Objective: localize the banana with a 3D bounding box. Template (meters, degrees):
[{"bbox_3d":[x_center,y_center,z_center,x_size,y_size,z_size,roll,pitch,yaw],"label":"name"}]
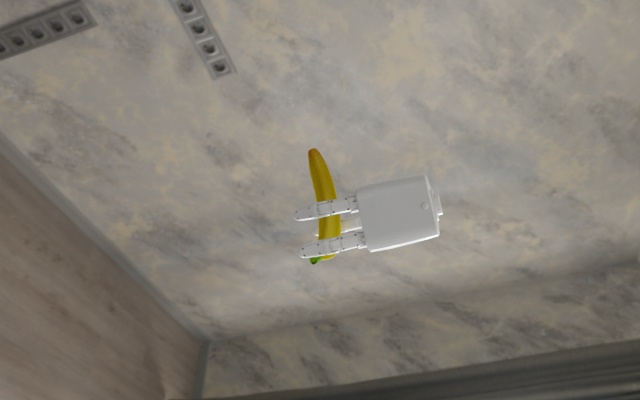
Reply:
[{"bbox_3d":[0.007,0.012,0.767,0.037,0.197,0.070,-12,-26,19],"label":"banana"}]
